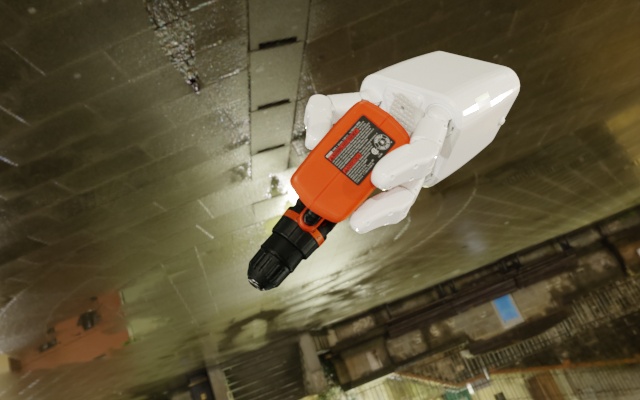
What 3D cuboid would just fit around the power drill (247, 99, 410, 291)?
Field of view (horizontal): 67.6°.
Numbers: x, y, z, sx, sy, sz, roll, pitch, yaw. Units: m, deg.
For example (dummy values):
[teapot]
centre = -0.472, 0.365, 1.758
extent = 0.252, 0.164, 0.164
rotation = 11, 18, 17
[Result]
[power drill]
centre = 0.000, 0.001, 0.444
extent = 0.057, 0.184, 0.188
rotation = 39, -18, 1
